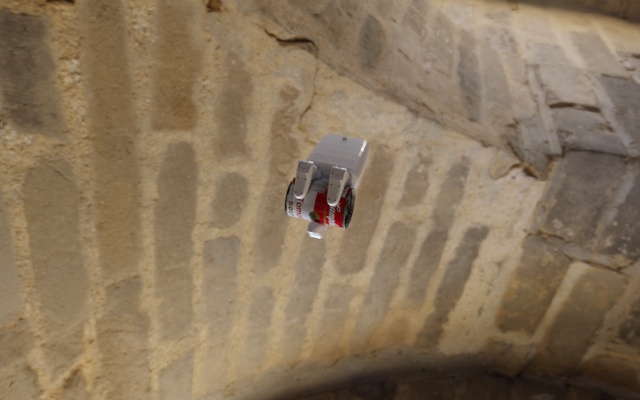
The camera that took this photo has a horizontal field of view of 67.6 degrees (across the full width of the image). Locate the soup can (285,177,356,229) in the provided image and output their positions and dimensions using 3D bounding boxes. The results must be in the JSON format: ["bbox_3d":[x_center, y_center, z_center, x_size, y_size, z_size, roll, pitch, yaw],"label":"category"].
[{"bbox_3d":[0.000,0.003,0.784,0.102,0.068,0.068,12,3,14],"label":"soup can"}]
